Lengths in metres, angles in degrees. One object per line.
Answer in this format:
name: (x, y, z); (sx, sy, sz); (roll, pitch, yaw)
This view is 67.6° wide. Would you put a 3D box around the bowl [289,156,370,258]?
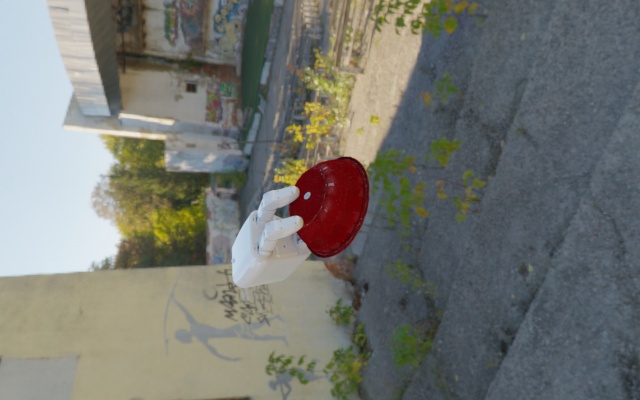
bowl: (0.001, 0.001, 0.721); (0.055, 0.162, 0.162); (19, -11, -34)
